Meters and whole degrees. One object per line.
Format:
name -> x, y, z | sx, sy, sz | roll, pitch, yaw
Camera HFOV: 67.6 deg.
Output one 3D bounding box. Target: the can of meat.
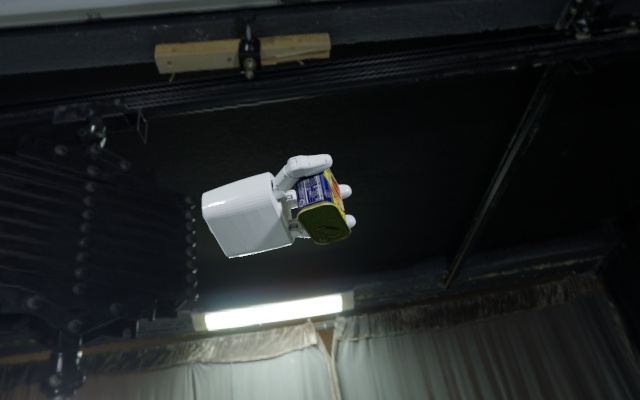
can of meat -> 0.000, 0.002, 0.687 | 0.057, 0.084, 0.102 | -18, -36, 10
